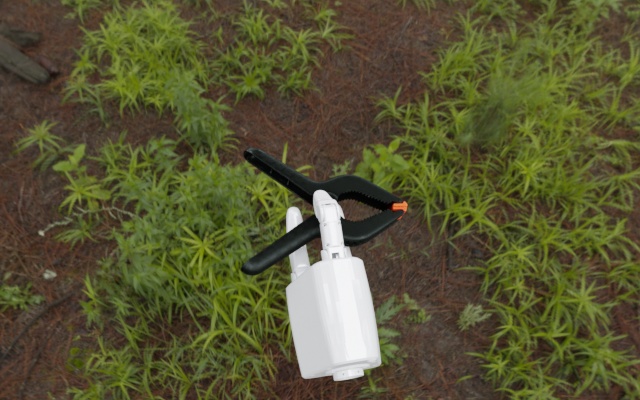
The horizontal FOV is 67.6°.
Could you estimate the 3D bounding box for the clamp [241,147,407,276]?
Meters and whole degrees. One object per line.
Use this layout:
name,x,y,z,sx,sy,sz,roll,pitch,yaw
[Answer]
clamp,0.001,0.002,0.589,0.210,0.164,0.036,-5,-23,-12
